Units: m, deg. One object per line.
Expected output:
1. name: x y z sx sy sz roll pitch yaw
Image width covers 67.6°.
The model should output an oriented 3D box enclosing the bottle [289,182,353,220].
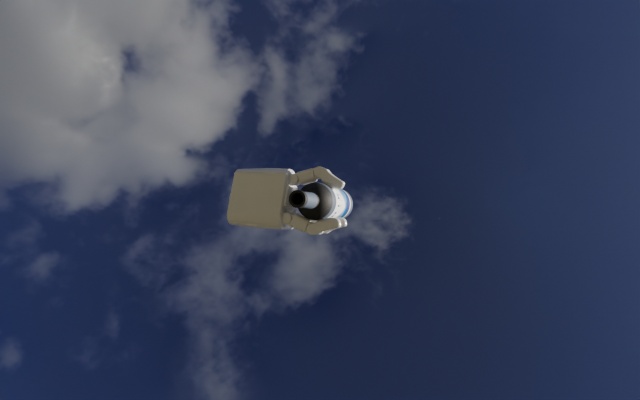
1. bottle: 0.000 0.003 0.867 0.069 0.069 0.296 0 -2 14
